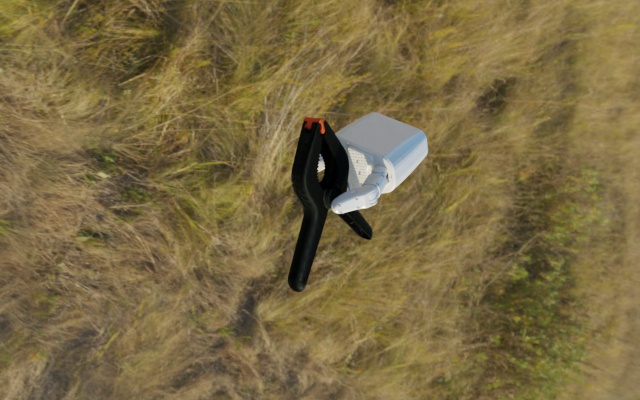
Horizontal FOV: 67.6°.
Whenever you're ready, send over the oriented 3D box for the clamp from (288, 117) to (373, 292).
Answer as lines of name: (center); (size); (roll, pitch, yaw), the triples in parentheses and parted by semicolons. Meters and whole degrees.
clamp: (0.001, 0.002, 0.604); (0.036, 0.210, 0.164); (11, 37, 39)
